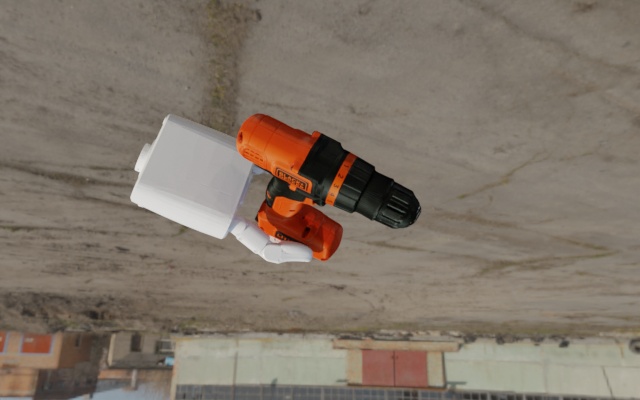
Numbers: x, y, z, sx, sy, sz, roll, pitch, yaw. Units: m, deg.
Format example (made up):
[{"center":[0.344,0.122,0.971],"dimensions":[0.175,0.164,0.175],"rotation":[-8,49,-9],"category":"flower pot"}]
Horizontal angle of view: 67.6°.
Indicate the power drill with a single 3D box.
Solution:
[{"center":[0.000,0.002,0.507],"dimensions":[0.184,0.057,0.188],"rotation":[29,-27,6],"category":"power drill"}]
